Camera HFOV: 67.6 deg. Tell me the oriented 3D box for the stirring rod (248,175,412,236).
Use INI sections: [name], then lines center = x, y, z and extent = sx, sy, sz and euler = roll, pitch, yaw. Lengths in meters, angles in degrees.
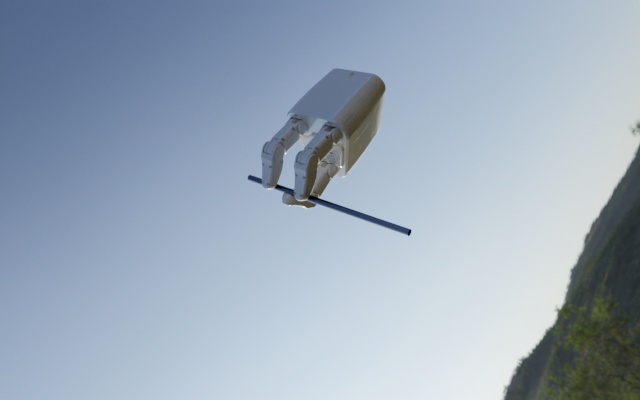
[stirring rod]
center = 0.000, 0.002, 0.576
extent = 0.239, 0.011, 0.011
euler = 19, 11, 33
